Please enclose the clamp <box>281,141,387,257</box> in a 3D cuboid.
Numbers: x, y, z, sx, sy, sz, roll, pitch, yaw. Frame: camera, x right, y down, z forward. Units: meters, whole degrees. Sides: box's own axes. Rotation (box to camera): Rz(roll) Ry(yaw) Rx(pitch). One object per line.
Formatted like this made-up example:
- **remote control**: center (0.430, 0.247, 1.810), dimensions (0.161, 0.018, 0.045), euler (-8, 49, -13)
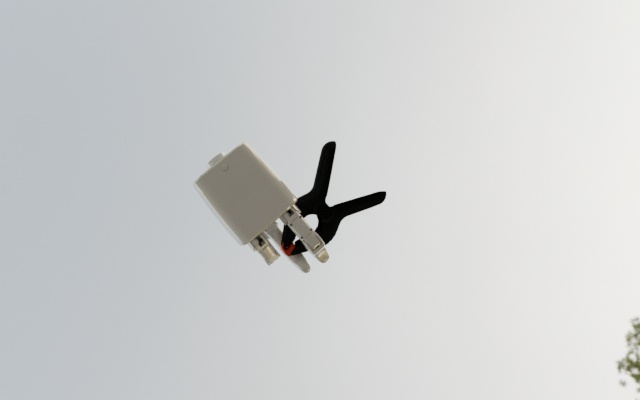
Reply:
- **clamp**: center (0.000, 0.002, 0.682), dimensions (0.171, 0.120, 0.039), euler (-40, 8, -10)
